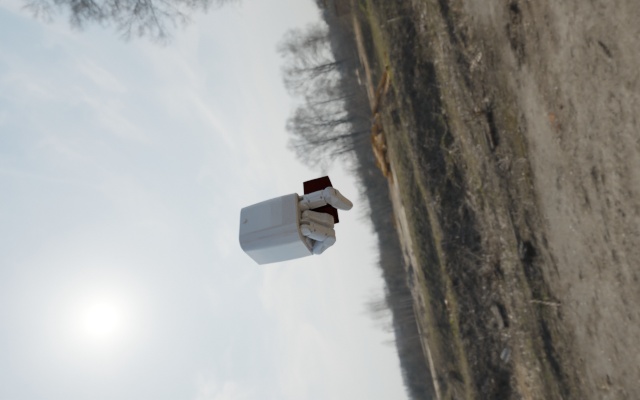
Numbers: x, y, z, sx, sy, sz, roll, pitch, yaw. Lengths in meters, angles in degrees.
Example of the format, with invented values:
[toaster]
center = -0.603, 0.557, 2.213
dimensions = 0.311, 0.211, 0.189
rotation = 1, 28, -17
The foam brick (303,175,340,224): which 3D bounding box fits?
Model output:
[foam brick]
center = 0.000, 0.003, 0.864
dimensions = 0.051, 0.078, 0.053
rotation = -14, -44, 9
